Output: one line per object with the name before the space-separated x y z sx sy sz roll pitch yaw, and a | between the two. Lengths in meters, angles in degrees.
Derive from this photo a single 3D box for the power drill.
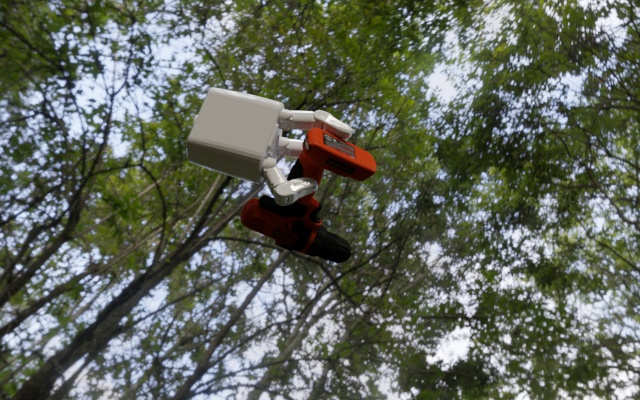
power drill | 0.000 0.002 0.693 0.184 0.188 0.057 24 30 -19
